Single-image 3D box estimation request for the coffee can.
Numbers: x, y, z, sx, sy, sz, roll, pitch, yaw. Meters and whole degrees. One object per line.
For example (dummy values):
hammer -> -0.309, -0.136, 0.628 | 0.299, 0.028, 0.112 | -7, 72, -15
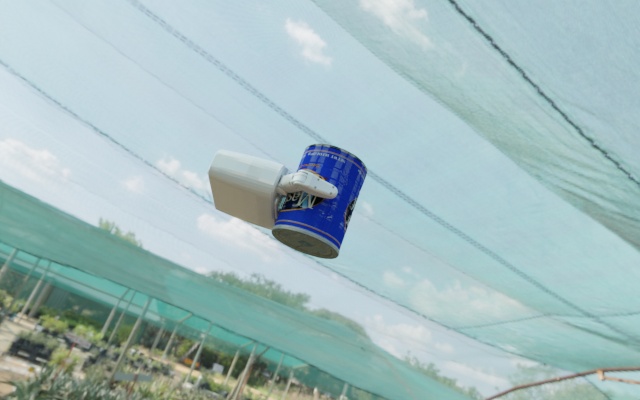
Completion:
coffee can -> 0.000, 0.002, 0.708 | 0.103, 0.140, 0.103 | 18, -20, 7
